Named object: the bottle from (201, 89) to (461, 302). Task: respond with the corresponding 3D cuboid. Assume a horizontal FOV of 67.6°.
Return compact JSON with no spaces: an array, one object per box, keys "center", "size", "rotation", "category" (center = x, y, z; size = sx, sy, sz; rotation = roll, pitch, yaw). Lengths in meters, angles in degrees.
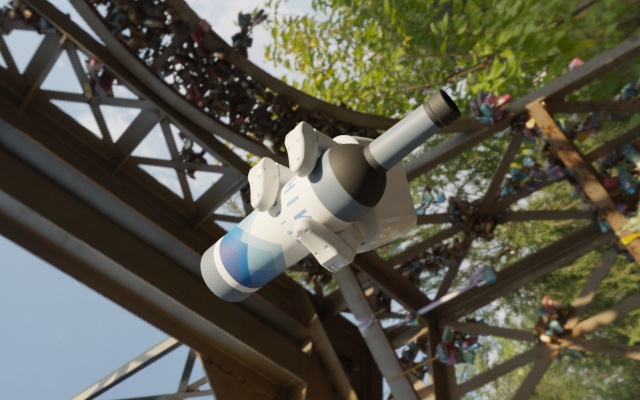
[{"center":[0.000,0.002,0.445],"size":[0.296,0.069,0.069],"rotation":[-38,-21,29],"category":"bottle"}]
